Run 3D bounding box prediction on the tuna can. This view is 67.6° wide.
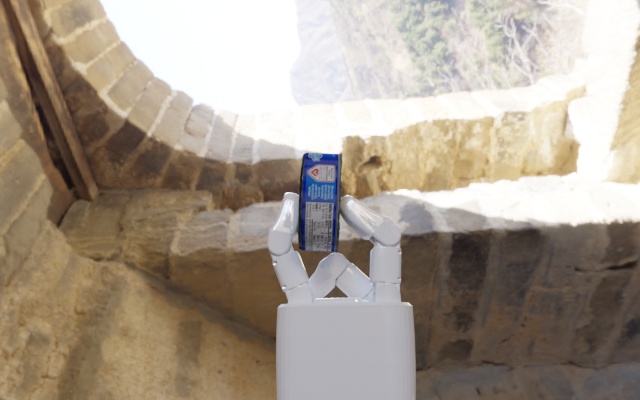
[{"bbox_3d":[-0.001,0.001,0.411,0.034,0.086,0.086,3,0,1],"label":"tuna can"}]
